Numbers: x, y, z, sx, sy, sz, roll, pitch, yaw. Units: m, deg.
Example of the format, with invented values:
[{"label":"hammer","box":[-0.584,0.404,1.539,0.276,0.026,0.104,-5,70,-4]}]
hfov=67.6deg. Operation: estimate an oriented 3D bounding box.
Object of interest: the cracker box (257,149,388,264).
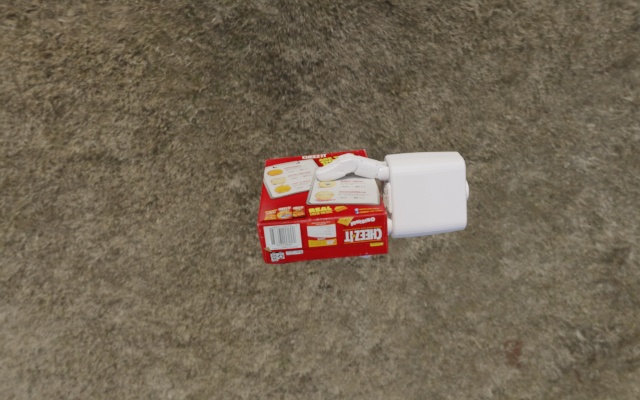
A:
[{"label":"cracker box","box":[0.000,0.002,0.692,0.164,0.072,0.213,-6,27,0]}]
